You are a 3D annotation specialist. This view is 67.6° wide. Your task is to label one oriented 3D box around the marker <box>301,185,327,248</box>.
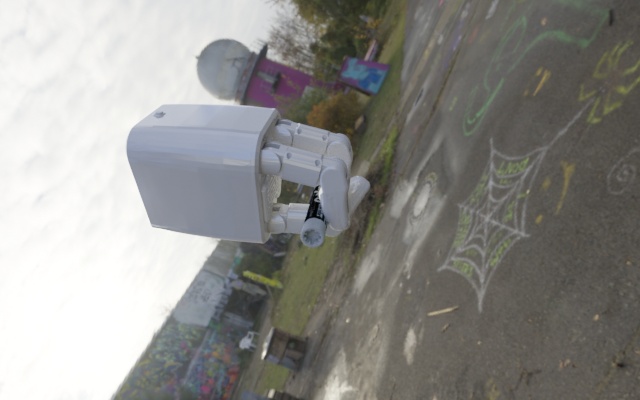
[{"bbox_3d":[0.000,0.001,0.419,0.020,0.020,0.121,0,27,7],"label":"marker"}]
